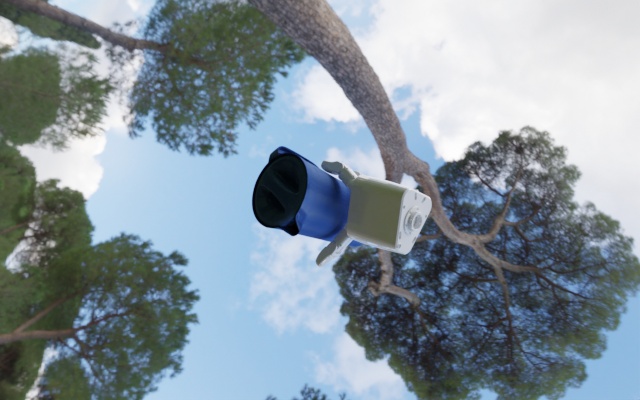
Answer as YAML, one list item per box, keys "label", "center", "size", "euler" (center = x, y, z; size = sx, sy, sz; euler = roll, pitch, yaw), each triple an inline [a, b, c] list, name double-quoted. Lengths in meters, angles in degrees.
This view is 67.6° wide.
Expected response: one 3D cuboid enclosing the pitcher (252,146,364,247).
- label: "pitcher"
  center: [0.000, 0.003, 0.891]
  size: [0.145, 0.149, 0.243]
  euler: [16, -4, 43]
